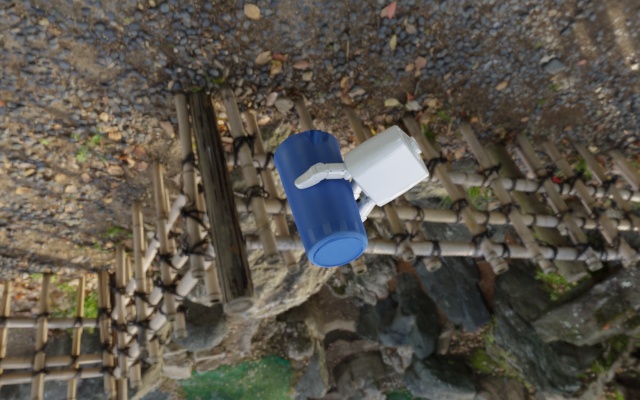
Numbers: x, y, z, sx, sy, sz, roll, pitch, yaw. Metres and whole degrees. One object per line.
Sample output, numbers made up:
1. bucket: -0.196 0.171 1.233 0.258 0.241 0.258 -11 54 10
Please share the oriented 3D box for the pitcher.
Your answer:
1. pitcher: 0.000 0.003 0.887 0.145 0.242 0.149 -31 -38 18
